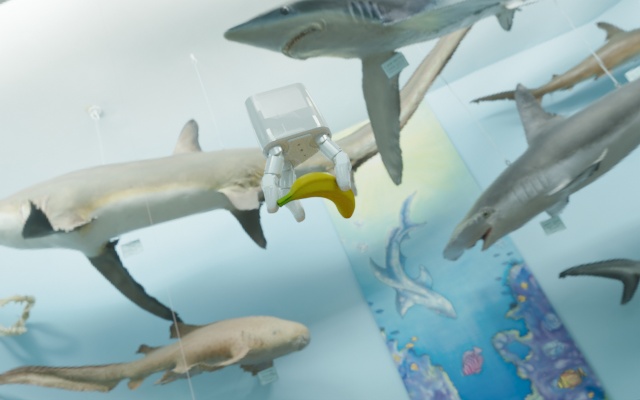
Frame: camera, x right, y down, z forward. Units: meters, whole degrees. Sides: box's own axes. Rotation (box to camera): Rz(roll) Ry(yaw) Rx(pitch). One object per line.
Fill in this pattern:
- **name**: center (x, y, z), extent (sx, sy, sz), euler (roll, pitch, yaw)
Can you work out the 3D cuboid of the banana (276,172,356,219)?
- **banana**: center (0.011, -0.009, 0.756), extent (0.070, 0.037, 0.198), euler (-40, -29, 24)
